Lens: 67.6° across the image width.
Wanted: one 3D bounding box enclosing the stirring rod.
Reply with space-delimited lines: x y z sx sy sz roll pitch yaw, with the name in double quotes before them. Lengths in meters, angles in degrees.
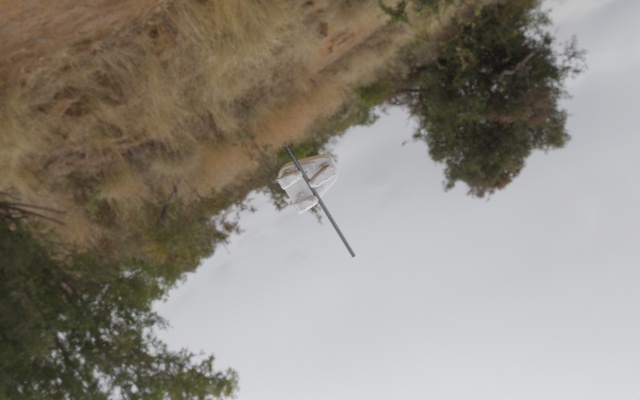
"stirring rod" 0.000 0.003 0.873 0.011 0.239 0.011 -31 8 5
